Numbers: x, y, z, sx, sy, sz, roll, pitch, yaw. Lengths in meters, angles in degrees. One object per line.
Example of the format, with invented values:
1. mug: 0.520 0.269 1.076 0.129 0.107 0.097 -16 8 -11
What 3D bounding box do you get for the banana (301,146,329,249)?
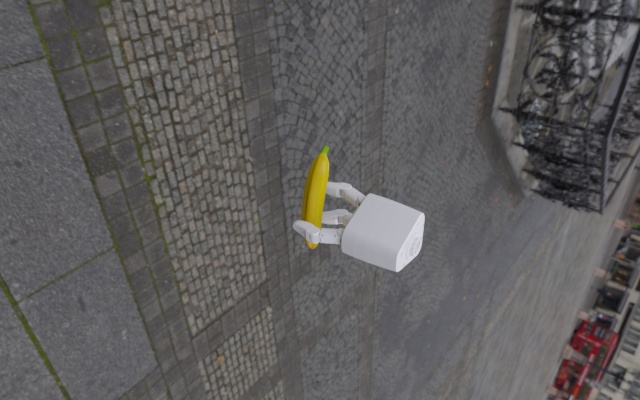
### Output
1. banana: -0.007 0.002 0.865 0.037 0.198 0.069 16 15 23
